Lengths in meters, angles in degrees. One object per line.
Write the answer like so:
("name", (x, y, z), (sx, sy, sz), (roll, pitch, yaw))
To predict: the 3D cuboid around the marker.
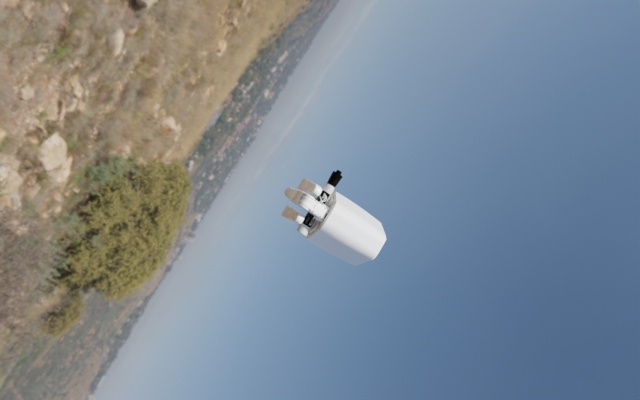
("marker", (0.000, 0.003, 0.787), (0.020, 0.121, 0.020), (32, -4, 2))
